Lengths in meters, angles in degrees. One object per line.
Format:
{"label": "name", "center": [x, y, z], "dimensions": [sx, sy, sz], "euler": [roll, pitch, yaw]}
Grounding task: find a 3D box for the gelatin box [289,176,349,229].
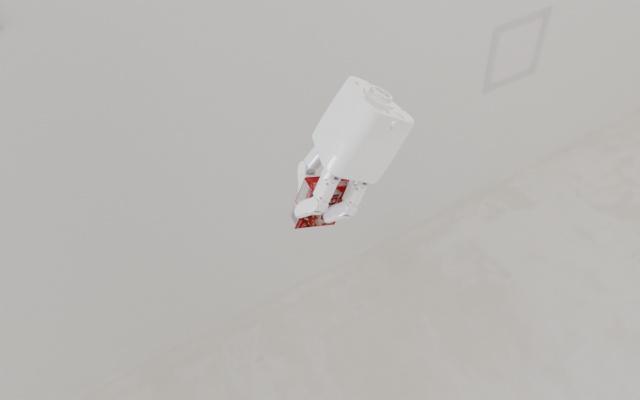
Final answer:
{"label": "gelatin box", "center": [0.000, 0.002, 0.730], "dimensions": [0.073, 0.030, 0.089], "euler": [-5, -42, -31]}
